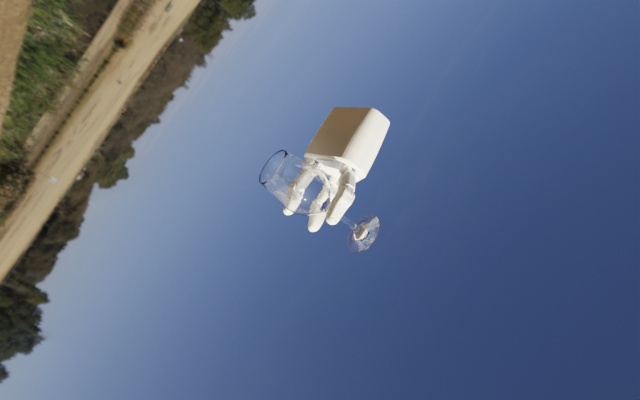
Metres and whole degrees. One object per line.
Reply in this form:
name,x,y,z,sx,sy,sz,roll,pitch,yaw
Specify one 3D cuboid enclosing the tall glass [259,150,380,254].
tall glass,0.001,0.003,0.750,0.201,0.079,0.079,36,-18,-26
